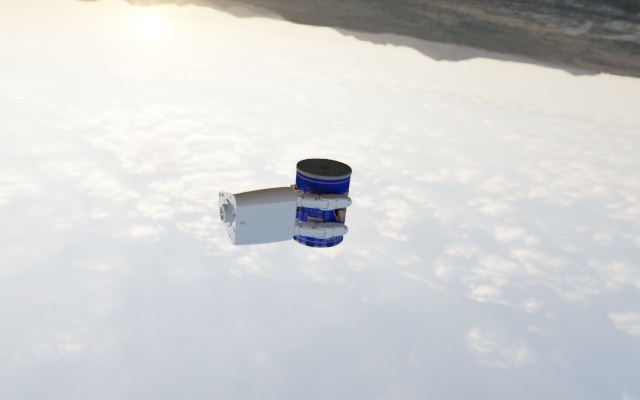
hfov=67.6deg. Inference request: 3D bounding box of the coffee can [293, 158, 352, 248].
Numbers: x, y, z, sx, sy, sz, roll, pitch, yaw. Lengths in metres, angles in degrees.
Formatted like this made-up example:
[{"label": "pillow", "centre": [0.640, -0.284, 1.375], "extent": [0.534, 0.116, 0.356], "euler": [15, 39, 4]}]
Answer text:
[{"label": "coffee can", "centre": [0.000, 0.003, 0.886], "extent": [0.103, 0.140, 0.102], "euler": [5, 22, -2]}]
